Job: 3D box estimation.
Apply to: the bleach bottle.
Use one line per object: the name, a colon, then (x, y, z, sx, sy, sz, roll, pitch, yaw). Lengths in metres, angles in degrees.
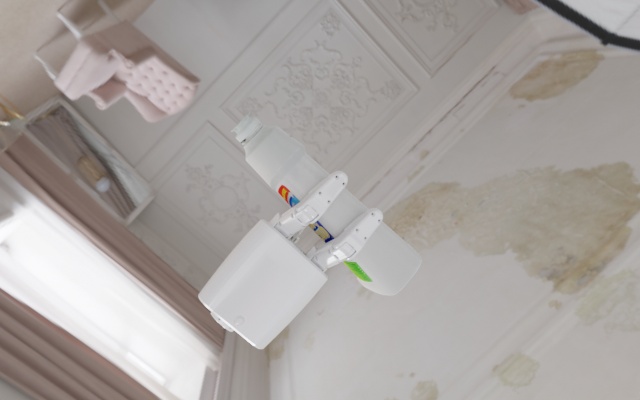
bleach bottle: (0.000, 0.002, 0.541, 0.251, 0.068, 0.102, 44, -11, -14)
